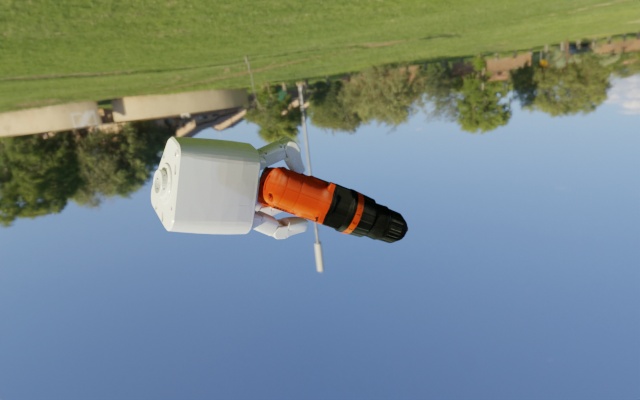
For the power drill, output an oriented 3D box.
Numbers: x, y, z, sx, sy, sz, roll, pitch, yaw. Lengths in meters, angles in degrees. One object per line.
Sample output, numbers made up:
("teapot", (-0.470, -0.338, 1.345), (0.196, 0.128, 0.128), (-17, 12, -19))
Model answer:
("power drill", (0.000, 0.002, 0.621), (0.184, 0.057, 0.187), (22, -4, -20))
